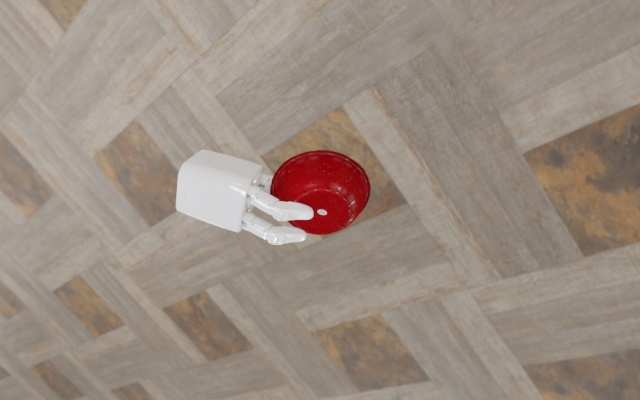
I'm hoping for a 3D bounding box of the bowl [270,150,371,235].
[{"bbox_3d":[0.001,0.003,0.747,0.162,0.162,0.055,0,40,-1],"label":"bowl"}]
